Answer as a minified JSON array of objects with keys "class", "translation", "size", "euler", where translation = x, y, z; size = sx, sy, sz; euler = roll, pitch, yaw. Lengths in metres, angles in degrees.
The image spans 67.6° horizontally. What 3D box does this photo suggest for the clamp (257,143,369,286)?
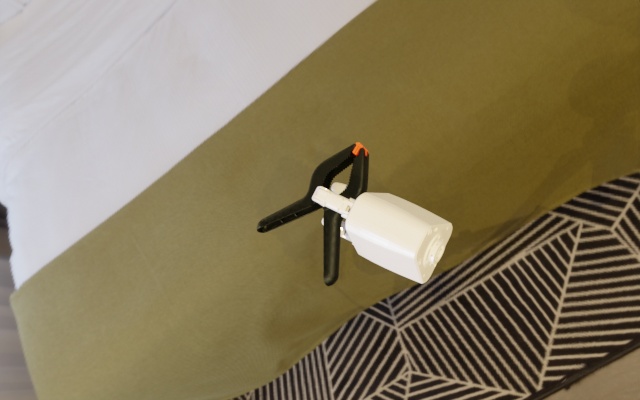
[{"class":"clamp","translation":[0.000,0.002,0.730],"size":[0.164,0.210,0.036],"euler":[26,-3,29]}]
